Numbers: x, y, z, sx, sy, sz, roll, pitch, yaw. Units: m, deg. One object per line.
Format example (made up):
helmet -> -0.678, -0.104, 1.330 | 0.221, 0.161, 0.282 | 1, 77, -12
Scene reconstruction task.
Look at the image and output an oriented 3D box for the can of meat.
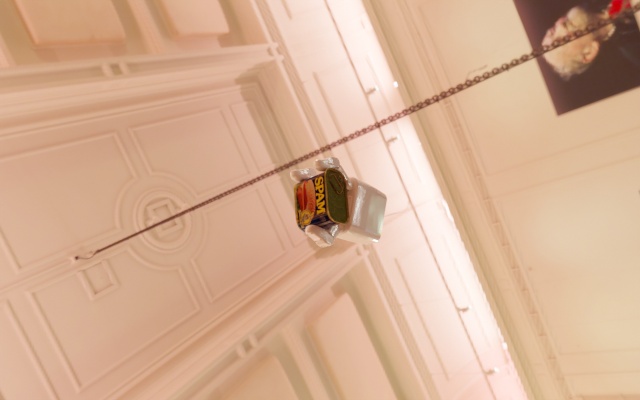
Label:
can of meat -> 0.000, 0.003, 0.866 | 0.084, 0.102, 0.057 | -21, -26, 38
